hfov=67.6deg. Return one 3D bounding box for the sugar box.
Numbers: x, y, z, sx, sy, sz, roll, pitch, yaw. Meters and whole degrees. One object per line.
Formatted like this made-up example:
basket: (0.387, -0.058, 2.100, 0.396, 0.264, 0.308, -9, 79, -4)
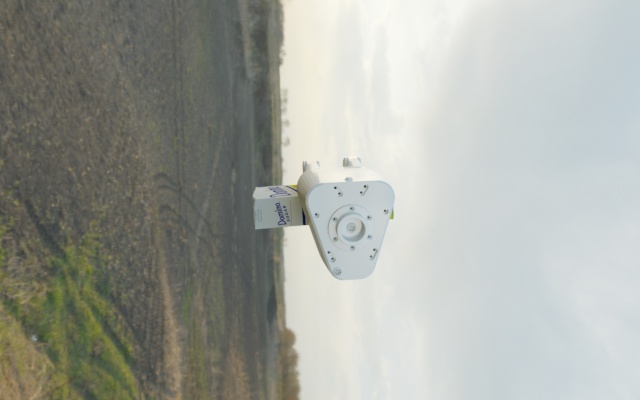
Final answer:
sugar box: (0.000, 0.002, 0.631, 0.176, 0.048, 0.093, -2, 11, -5)
